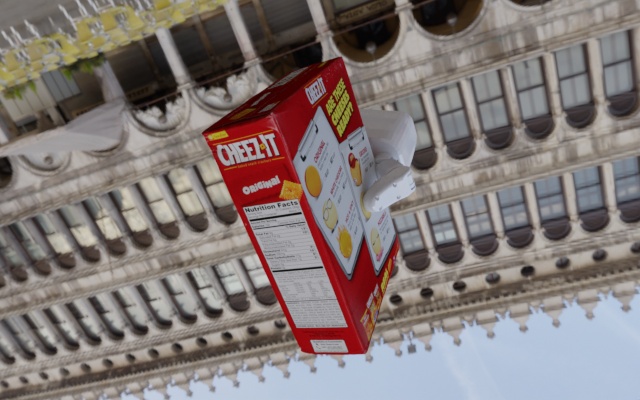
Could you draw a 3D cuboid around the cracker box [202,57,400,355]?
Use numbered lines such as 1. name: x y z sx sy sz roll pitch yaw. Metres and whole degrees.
1. cracker box: 0.000 0.002 0.428 0.072 0.214 0.164 -10 24 25
